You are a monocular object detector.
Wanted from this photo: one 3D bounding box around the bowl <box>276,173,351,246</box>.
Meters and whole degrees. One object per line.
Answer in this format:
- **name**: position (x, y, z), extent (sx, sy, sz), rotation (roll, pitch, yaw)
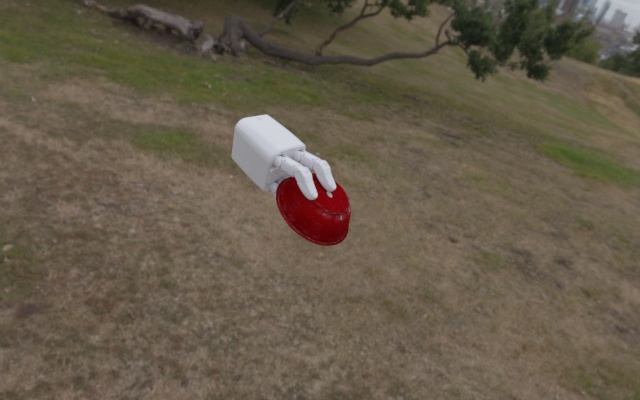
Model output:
- **bowl**: position (0.001, 0.004, 0.887), extent (0.162, 0.162, 0.055), rotation (0, -36, -42)
